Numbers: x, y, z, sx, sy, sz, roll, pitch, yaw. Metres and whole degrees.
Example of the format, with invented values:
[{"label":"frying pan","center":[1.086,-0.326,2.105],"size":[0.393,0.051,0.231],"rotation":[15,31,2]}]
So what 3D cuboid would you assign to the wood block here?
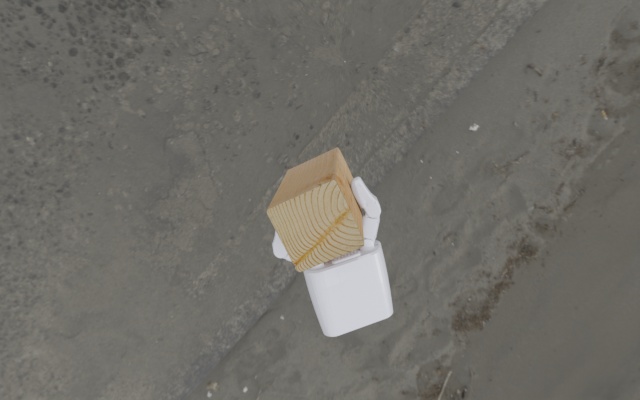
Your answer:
[{"label":"wood block","center":[0.001,0.002,0.650],"size":[0.091,0.090,0.206],"rotation":[-23,14,9]}]
